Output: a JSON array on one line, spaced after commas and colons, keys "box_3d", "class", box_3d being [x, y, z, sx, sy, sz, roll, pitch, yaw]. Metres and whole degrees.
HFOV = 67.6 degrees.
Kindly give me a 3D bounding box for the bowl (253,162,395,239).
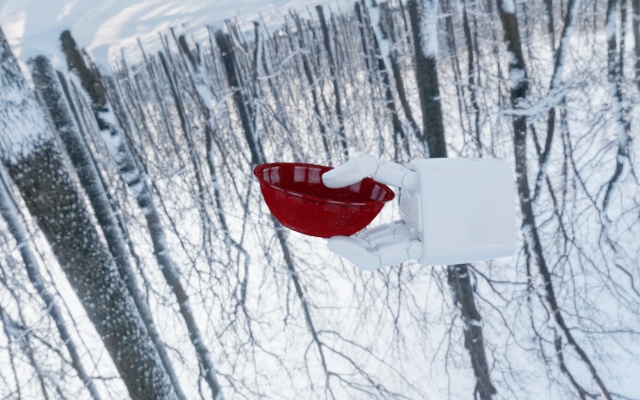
[{"box_3d": [-0.001, 0.002, 0.545, 0.162, 0.055, 0.162, 10, 16, -3], "class": "bowl"}]
